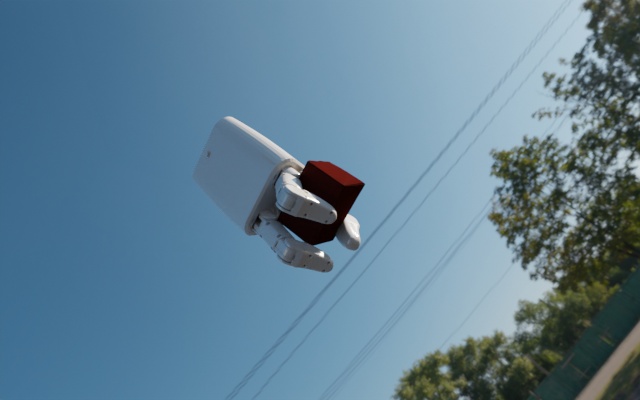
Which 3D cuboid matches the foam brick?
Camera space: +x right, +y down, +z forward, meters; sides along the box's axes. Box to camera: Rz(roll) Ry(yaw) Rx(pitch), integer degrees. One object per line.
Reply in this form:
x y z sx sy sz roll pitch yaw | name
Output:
0.000 0.001 0.514 0.051 0.078 0.053 37 19 23 | foam brick
